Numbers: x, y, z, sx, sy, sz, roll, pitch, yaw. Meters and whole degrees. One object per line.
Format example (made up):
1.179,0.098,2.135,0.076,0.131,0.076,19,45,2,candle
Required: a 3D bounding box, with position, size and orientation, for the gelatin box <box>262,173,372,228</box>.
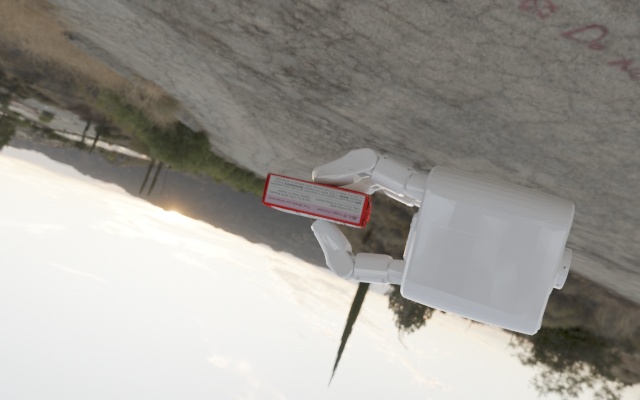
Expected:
0.000,0.002,0.422,0.089,0.030,0.073,12,-3,7,gelatin box
